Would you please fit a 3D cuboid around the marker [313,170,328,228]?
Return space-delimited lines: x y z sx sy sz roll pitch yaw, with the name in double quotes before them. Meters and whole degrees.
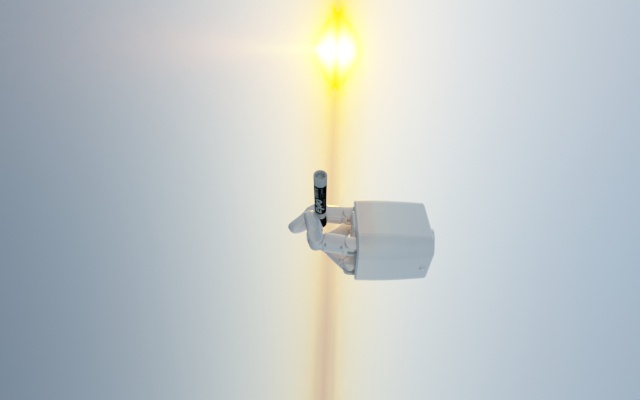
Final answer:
"marker" 0.000 0.002 0.665 0.020 0.020 0.121 0 -36 0
